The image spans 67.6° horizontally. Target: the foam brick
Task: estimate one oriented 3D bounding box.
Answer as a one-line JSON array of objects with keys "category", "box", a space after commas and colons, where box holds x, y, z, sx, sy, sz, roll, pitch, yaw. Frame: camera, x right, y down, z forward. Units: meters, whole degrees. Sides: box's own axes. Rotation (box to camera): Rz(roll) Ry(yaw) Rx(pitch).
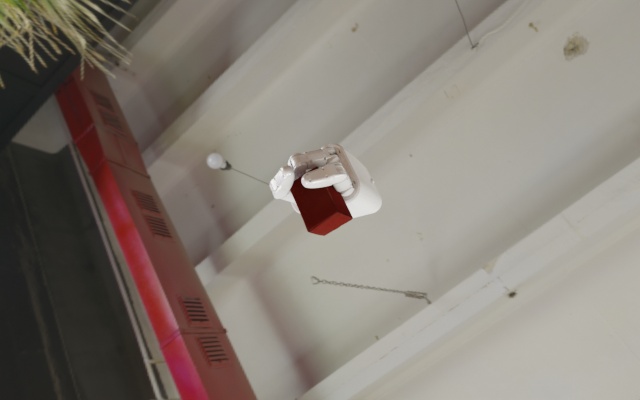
[{"category": "foam brick", "box": [0.000, 0.002, 0.661, 0.053, 0.078, 0.051, -32, -25, 17]}]
